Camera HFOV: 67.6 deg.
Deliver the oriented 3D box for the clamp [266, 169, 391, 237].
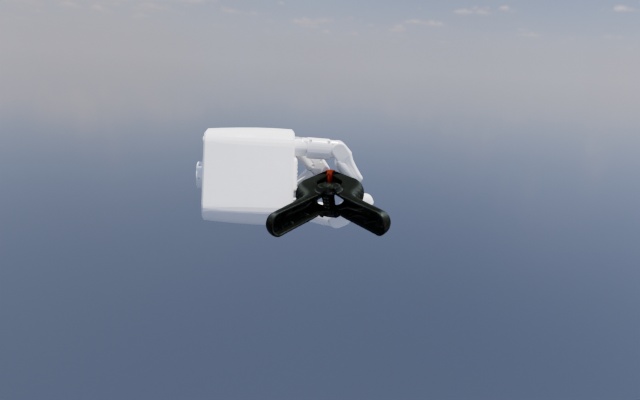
[{"bbox_3d":[0.000,0.001,0.526,0.120,0.039,0.171,2,16,-7],"label":"clamp"}]
